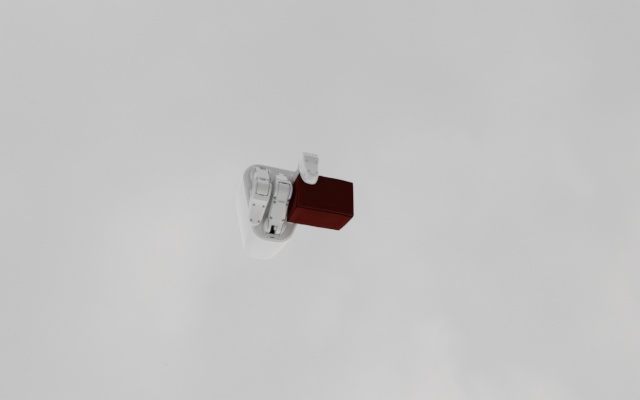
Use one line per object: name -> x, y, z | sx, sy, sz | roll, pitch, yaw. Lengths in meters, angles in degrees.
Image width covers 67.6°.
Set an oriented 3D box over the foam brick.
foam brick -> 0.000, 0.002, 0.638 | 0.078, 0.053, 0.051 | 11, -29, -14
